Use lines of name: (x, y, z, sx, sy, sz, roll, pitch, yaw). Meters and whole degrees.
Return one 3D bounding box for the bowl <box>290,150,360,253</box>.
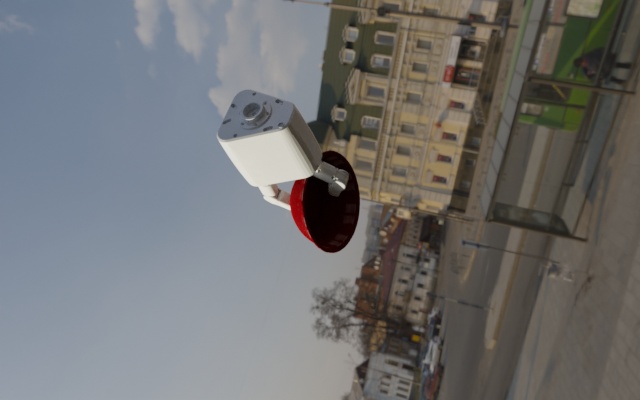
bowl: (0.000, 0.003, 0.768, 0.055, 0.162, 0.162, -1, -1, 36)
